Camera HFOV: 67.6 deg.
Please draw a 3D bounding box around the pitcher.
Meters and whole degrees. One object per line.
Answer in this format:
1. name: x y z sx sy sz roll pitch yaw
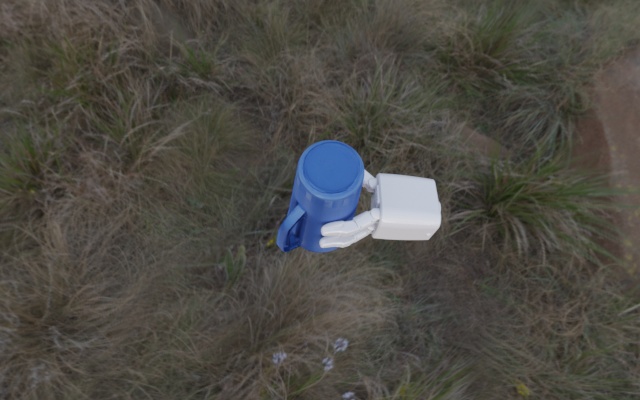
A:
1. pitcher: 0.000 0.003 0.855 0.145 0.149 0.243 6 -24 -2
